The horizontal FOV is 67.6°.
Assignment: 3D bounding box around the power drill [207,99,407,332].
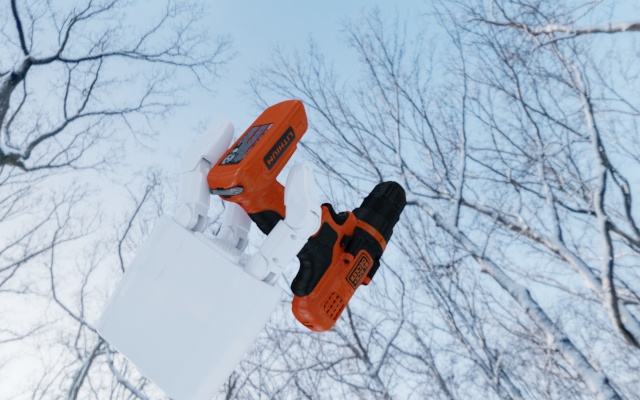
[{"bbox_3d":[0.000,0.001,0.449,0.057,0.184,0.188,-3,-47,48],"label":"power drill"}]
